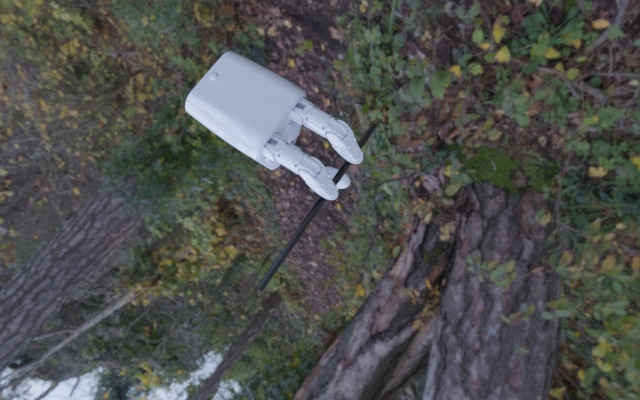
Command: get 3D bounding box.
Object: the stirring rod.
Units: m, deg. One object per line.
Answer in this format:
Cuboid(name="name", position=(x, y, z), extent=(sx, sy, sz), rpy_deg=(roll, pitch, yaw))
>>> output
Cuboid(name="stirring rod", position=(0.000, 0.002, 0.550), extent=(0.011, 0.239, 0.011), rpy_deg=(32, -17, 11))
